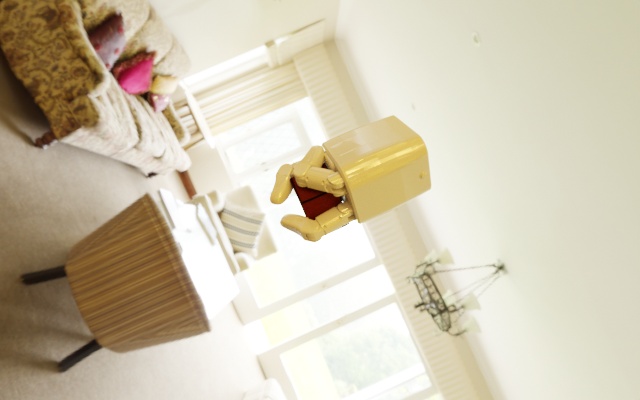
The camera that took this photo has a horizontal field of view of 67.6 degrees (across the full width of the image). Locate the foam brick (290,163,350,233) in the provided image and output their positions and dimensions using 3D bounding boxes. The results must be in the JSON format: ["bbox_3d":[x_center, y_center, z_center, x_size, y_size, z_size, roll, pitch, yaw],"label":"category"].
[{"bbox_3d":[0.000,0.002,0.626,0.051,0.053,0.078,-24,-42,-3],"label":"foam brick"}]
